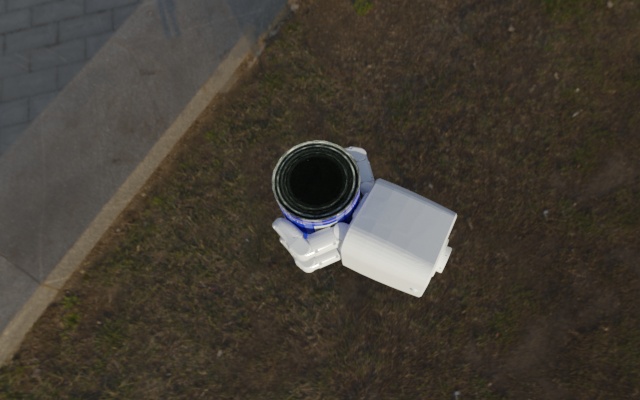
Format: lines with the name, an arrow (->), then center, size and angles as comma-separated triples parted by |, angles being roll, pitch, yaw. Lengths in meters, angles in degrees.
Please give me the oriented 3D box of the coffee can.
coffee can -> 0.000, 0.002, 0.609 | 0.103, 0.102, 0.140 | 0, -22, 5
